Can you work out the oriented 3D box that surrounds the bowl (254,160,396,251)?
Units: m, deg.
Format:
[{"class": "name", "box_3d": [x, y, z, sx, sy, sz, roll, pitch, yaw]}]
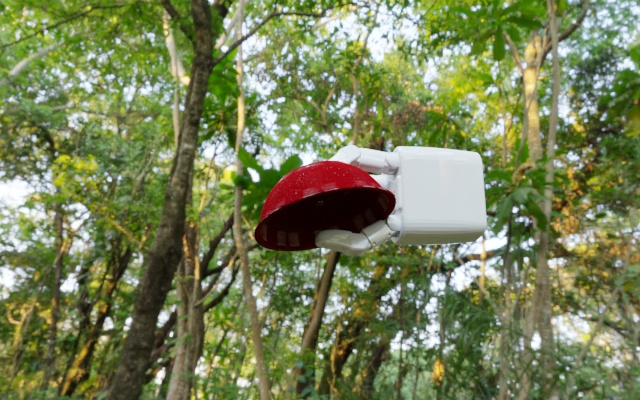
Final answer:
[{"class": "bowl", "box_3d": [-0.001, 0.001, 0.537, 0.162, 0.055, 0.162, -13, -24, -6]}]
